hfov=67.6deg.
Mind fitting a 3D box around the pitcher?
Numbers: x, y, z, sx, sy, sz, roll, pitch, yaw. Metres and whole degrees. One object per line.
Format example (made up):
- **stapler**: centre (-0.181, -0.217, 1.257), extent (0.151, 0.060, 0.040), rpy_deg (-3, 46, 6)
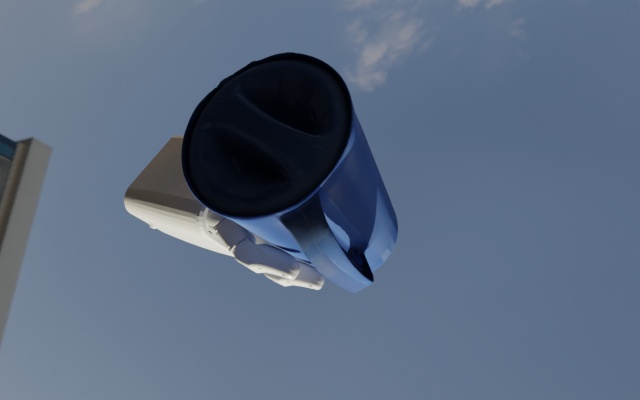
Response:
- **pitcher**: centre (0.000, 0.001, 0.430), extent (0.145, 0.149, 0.243), rpy_deg (11, -17, 25)
